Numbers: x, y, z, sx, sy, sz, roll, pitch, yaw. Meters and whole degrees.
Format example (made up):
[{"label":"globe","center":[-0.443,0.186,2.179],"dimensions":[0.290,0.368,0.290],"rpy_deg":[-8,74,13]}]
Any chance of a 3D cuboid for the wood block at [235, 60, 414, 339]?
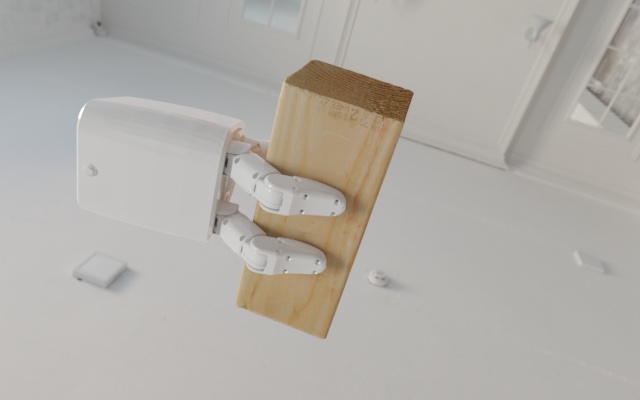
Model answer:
[{"label":"wood block","center":[0.000,0.001,0.405],"dimensions":[0.090,0.206,0.090],"rpy_deg":[19,30,5]}]
